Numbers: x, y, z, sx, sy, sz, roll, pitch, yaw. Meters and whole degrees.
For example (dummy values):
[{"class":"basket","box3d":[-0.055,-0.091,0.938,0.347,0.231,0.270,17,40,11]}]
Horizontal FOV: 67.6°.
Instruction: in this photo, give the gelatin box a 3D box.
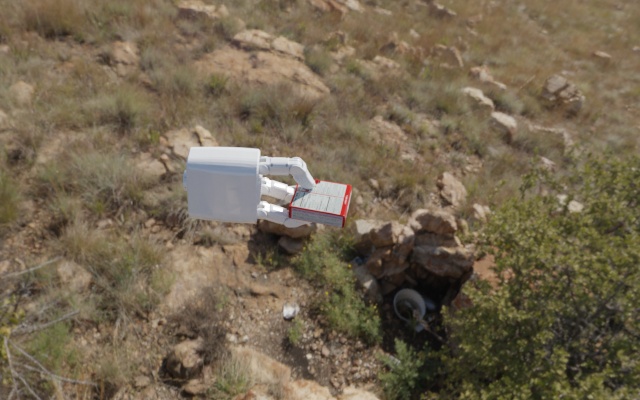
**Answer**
[{"class":"gelatin box","box3d":[0.000,0.002,0.754,0.089,0.030,0.073,9,43,7]}]
